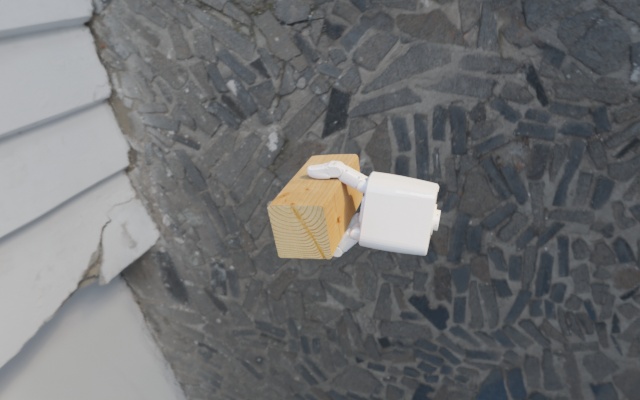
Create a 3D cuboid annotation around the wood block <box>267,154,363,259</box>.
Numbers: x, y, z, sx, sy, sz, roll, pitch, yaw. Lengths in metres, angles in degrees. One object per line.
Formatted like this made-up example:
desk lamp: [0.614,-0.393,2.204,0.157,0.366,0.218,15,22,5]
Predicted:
wood block: [0.000,0.002,0.788,0.090,0.091,0.206,0,26,20]
